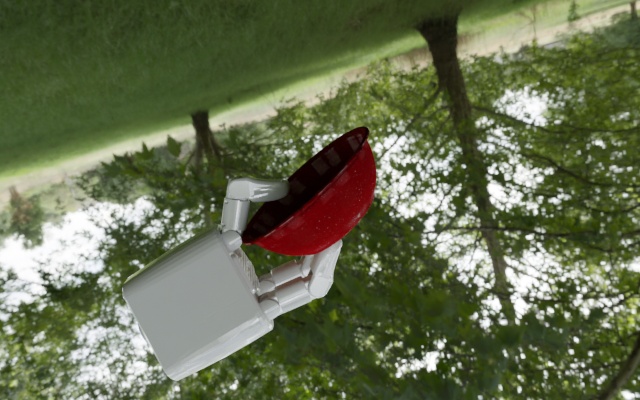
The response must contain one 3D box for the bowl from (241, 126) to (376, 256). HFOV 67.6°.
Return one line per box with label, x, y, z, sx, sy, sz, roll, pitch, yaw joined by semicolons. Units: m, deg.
bowl;0.001;0.001;0.463;0.162;0.055;0.162;-40;14;12
